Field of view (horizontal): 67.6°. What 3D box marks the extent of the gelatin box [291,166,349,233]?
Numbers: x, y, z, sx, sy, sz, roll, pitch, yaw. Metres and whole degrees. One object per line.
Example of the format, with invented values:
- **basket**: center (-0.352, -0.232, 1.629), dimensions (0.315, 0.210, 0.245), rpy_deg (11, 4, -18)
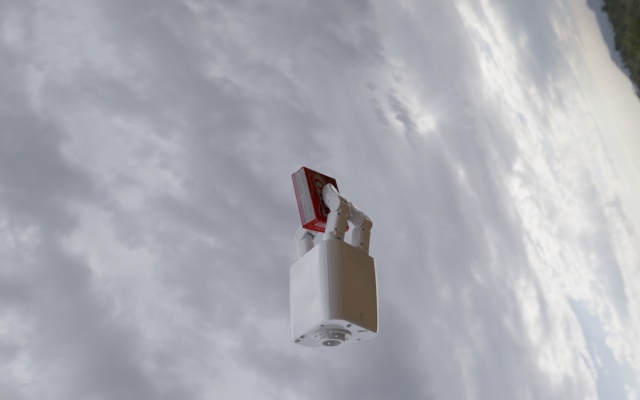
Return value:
- **gelatin box**: center (0.000, 0.002, 0.686), dimensions (0.030, 0.089, 0.073), rpy_deg (-32, -31, 31)
